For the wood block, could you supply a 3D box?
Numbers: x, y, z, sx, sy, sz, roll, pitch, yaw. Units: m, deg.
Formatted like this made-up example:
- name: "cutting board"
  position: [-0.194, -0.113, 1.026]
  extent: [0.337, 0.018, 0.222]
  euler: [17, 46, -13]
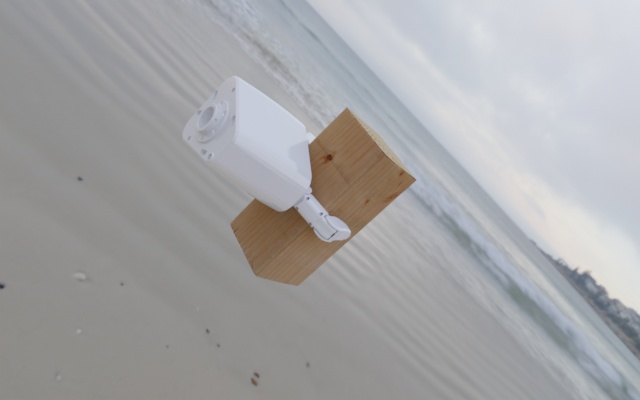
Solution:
- name: "wood block"
  position: [0.000, 0.002, 0.586]
  extent: [0.206, 0.090, 0.090]
  euler: [-43, -35, 15]
